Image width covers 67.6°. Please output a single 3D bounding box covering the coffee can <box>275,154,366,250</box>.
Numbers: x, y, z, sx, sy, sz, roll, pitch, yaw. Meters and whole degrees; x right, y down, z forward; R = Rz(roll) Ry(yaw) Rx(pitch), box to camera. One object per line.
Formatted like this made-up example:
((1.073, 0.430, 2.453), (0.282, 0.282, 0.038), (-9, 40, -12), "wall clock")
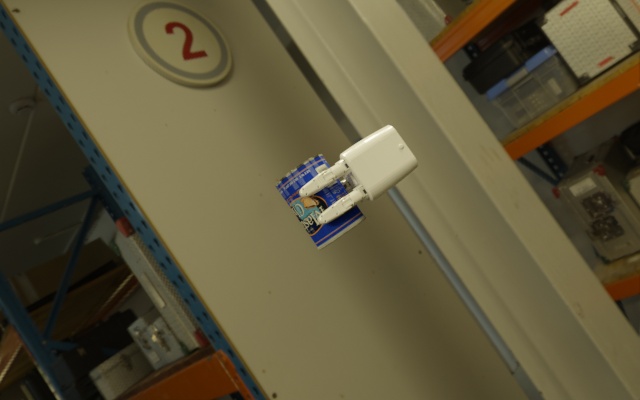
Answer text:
((0.000, 0.003, 0.856), (0.103, 0.140, 0.103), (-35, -3, -2), "coffee can")
